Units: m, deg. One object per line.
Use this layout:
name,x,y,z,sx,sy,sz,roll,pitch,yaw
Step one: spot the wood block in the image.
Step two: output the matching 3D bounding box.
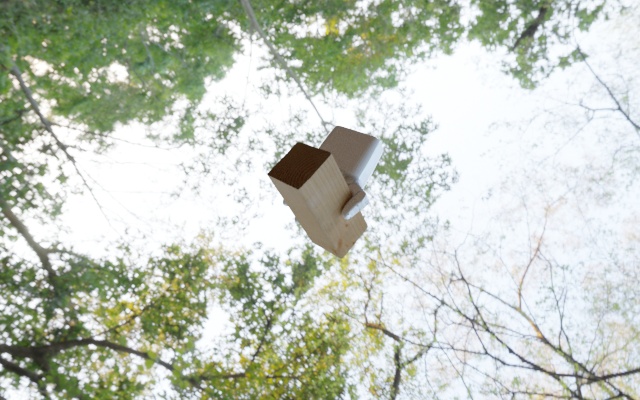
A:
wood block,0.001,0.003,0.884,0.091,0.090,0.206,24,-25,42
